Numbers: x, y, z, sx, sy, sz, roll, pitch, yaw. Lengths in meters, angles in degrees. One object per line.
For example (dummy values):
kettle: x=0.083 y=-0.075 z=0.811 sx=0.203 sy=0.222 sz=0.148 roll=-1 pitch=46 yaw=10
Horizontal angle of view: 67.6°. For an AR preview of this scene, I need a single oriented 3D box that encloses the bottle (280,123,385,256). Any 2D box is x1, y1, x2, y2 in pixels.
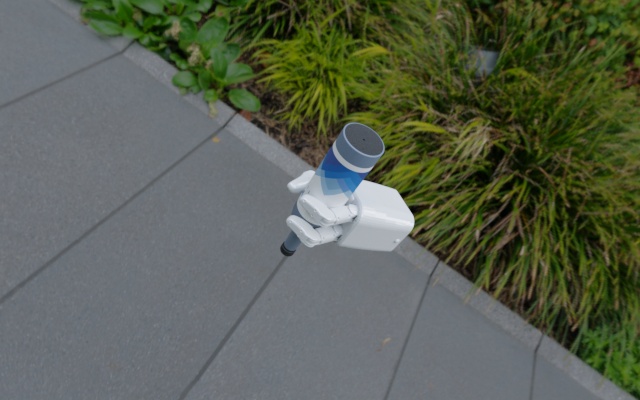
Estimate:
bottle: x=0.000 y=0.002 z=0.771 sx=0.069 sy=0.069 sz=0.296 roll=0 pitch=-37 yaw=-31
